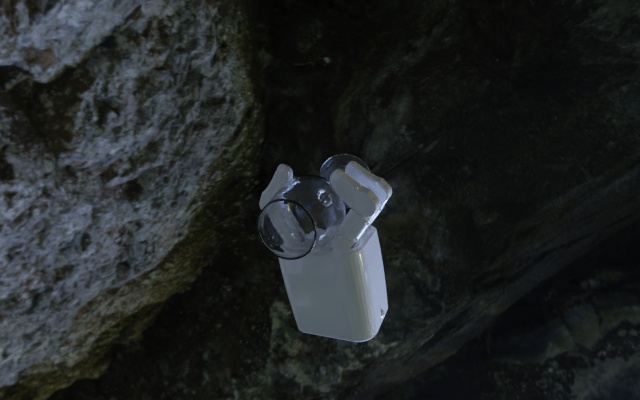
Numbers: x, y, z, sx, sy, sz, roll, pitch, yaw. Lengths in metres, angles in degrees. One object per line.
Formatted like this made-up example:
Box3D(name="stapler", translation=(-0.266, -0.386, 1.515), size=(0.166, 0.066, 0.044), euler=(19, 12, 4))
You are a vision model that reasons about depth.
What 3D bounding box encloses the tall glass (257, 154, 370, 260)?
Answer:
Box3D(name="tall glass", translation=(0.000, 0.001, 0.544), size=(0.079, 0.079, 0.201), euler=(0, 15, 20))
